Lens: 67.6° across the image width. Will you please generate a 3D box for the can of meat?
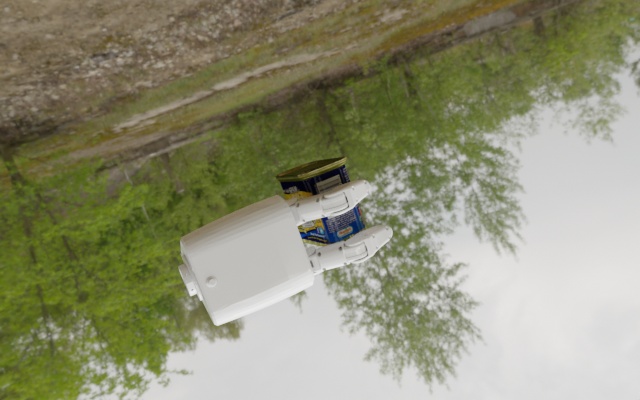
[{"bbox_3d":[0.000,0.002,0.531,0.057,0.084,0.102,-23,10,-23],"label":"can of meat"}]
